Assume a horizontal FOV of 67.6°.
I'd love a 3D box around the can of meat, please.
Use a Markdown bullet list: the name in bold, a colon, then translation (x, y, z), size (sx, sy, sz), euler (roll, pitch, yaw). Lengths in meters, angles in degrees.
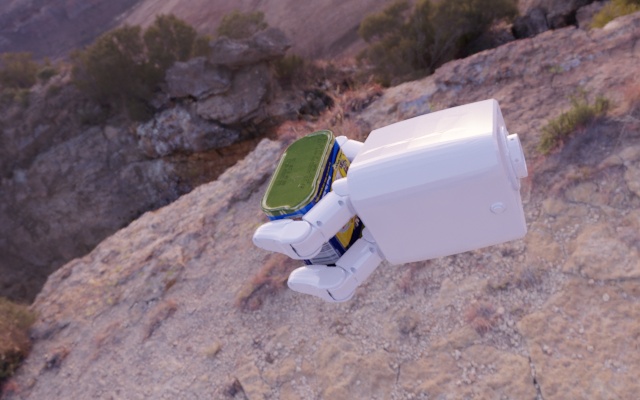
- **can of meat**: translation (0.000, 0.001, 0.417), size (0.057, 0.102, 0.084), euler (-12, -50, 29)
